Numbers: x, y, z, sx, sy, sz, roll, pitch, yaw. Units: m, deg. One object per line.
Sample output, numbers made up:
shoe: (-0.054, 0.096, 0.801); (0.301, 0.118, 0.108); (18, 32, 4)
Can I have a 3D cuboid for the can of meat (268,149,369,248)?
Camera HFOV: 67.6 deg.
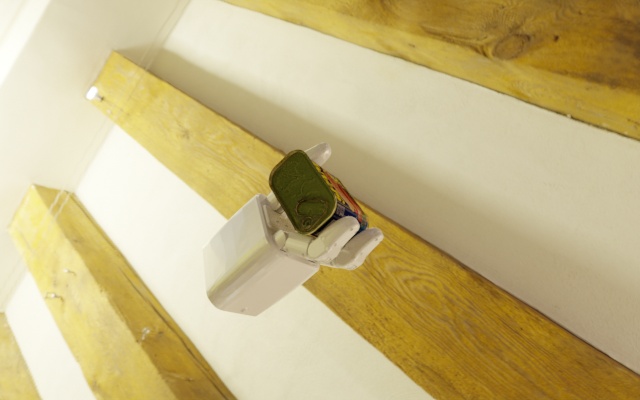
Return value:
can of meat: (0.000, 0.002, 0.545); (0.057, 0.102, 0.084); (-43, -36, 13)
